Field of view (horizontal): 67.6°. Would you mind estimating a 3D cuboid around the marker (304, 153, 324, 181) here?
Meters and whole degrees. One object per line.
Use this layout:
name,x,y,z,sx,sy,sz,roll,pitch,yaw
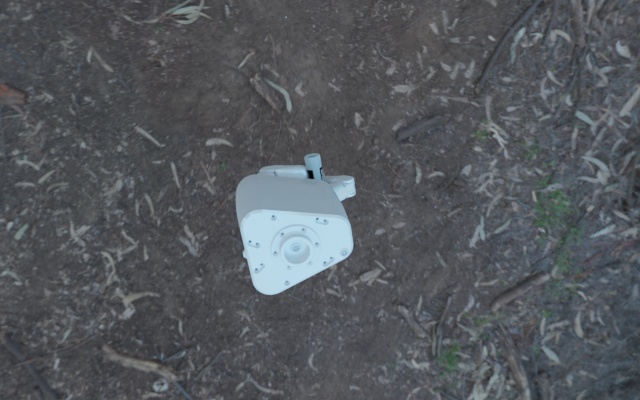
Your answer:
marker,0.000,0.002,0.590,0.020,0.121,0.020,-9,21,4
